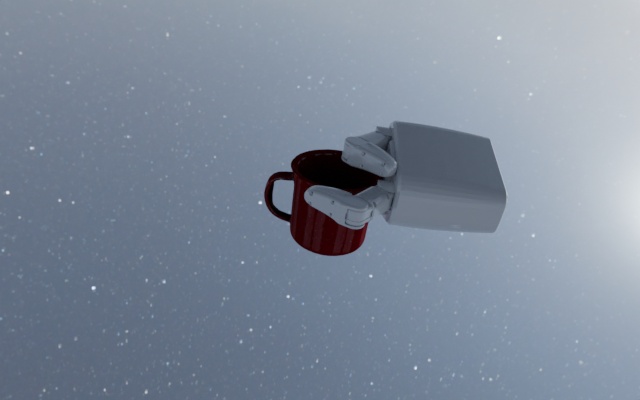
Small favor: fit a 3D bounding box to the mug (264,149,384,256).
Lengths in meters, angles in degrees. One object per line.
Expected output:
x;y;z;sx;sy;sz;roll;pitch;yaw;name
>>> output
-0.001;0.002;0.492;0.117;0.081;0.093;7;29;-3;mug
